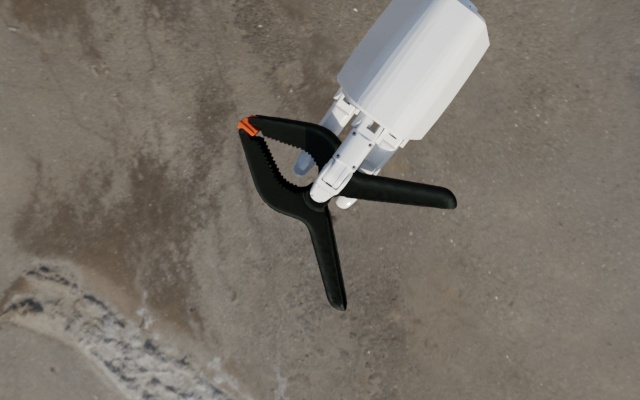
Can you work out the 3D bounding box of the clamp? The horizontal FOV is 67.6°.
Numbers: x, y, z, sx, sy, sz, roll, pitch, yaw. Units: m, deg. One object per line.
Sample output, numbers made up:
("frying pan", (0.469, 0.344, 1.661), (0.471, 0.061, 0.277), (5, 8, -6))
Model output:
("clamp", (0.000, 0.001, 0.461), (0.210, 0.164, 0.036), (35, 15, -4))
